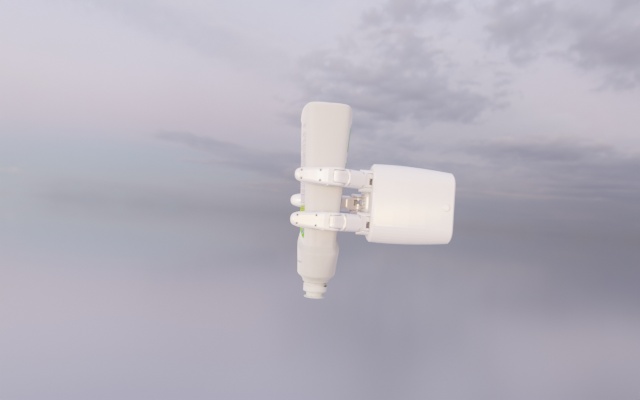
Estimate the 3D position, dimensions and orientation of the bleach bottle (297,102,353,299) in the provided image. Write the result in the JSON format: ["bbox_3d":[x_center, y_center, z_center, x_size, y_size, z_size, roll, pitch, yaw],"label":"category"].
[{"bbox_3d":[0.000,0.002,0.642,0.068,0.251,0.102,4,-2,-4],"label":"bleach bottle"}]
